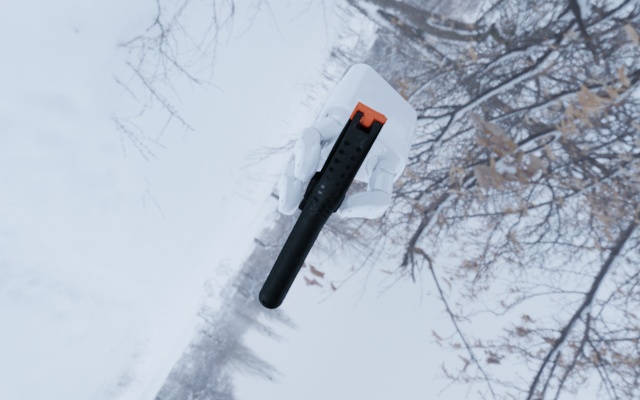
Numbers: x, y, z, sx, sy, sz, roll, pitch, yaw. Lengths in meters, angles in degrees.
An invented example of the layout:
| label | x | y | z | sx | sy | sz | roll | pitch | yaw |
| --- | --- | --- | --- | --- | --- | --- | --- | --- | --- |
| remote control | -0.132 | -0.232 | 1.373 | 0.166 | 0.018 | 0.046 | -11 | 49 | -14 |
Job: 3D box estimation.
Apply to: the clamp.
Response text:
| label | x | y | z | sx | sy | sz | roll | pitch | yaw |
| --- | --- | --- | --- | --- | --- | --- | --- | --- | --- |
| clamp | 0.001 | 0.001 | 0.459 | 0.036 | 0.164 | 0.210 | 26 | -44 | -5 |
